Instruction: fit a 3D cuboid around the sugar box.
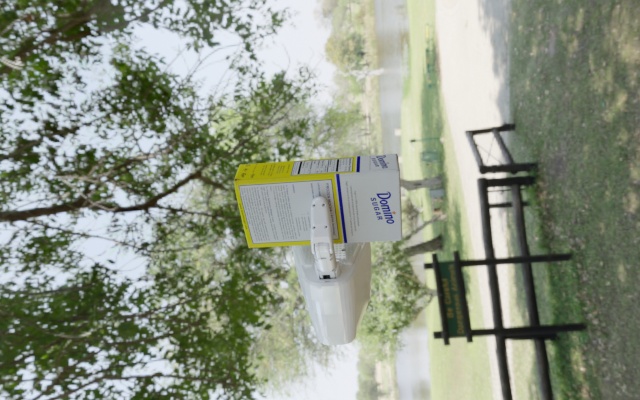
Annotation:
[{"bbox_3d":[0.000,0.002,0.530,0.176,0.093,0.048,-4,33,5],"label":"sugar box"}]
